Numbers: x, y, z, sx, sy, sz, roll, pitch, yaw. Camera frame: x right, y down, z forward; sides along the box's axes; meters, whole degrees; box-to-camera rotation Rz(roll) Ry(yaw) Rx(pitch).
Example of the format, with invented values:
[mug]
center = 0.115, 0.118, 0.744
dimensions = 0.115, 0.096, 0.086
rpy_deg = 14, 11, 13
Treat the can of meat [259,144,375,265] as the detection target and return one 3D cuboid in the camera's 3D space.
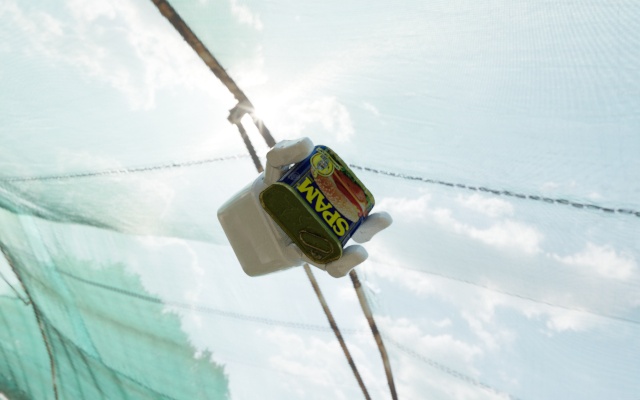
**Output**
[can of meat]
center = 0.000, 0.001, 0.508
dimensions = 0.057, 0.102, 0.084
rpy_deg = -30, 14, 50
